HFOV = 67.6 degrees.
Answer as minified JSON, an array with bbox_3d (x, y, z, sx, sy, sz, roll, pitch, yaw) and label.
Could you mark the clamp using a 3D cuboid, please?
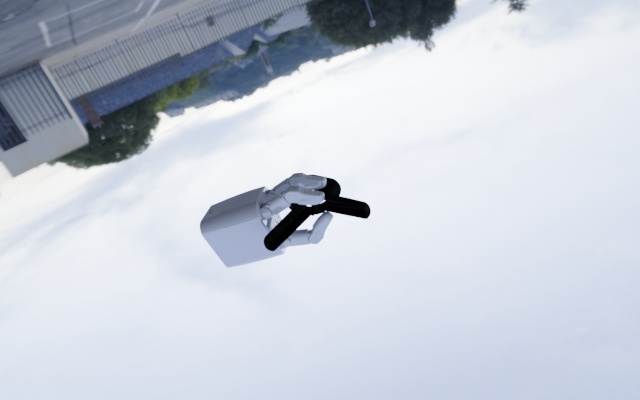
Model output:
[{"bbox_3d":[0.000,0.003,0.775,0.164,0.036,0.210,-16,23,11],"label":"clamp"}]
